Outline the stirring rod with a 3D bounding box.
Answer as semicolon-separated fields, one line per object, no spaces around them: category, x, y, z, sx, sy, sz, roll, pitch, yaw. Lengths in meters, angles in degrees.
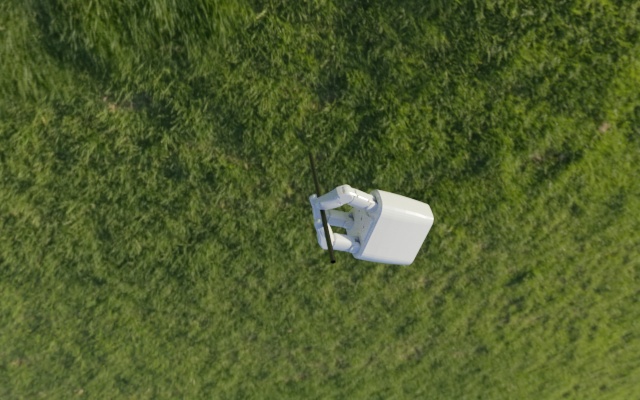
stirring rod;0.000;0.002;0.756;0.011;0.011;0.239;-6;45;-6
